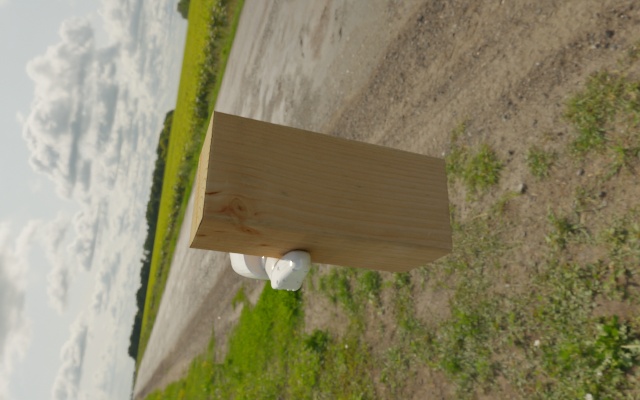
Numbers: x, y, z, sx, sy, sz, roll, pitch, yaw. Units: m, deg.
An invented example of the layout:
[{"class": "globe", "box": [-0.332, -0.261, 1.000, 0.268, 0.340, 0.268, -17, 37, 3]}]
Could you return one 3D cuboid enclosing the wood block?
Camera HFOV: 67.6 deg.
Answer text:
[{"class": "wood block", "box": [0.000, 0.002, 0.416, 0.206, 0.090, 0.090, 9, -23, -19]}]
